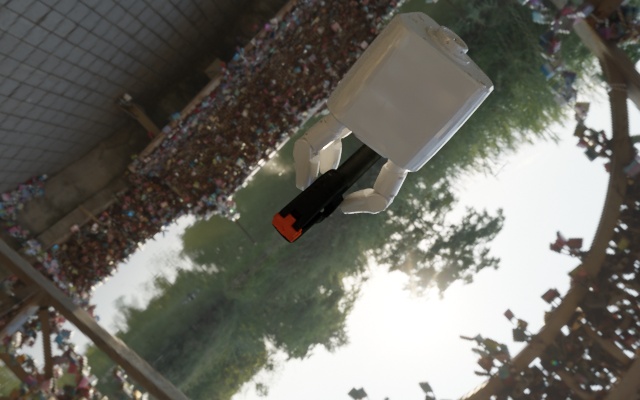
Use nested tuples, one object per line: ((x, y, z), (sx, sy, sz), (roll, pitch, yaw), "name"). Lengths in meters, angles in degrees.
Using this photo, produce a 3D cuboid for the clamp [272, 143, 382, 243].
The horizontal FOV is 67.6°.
((0.001, 0.002, 0.536), (0.165, 0.036, 0.210), (-50, -6, 35), "clamp")
